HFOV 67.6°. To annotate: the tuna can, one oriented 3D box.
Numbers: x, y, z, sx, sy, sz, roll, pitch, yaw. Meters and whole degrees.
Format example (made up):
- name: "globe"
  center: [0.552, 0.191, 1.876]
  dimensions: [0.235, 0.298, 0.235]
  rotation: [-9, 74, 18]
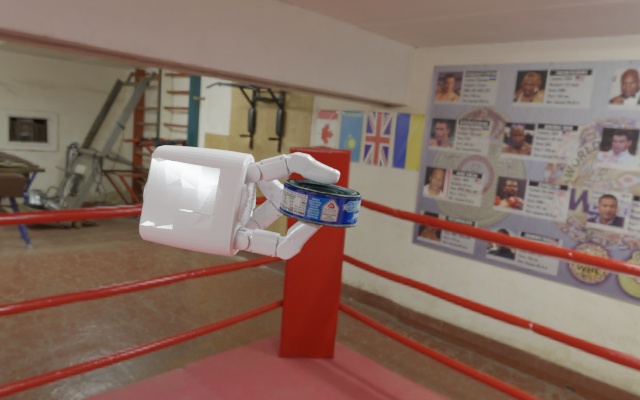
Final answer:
- name: "tuna can"
  center: [0.000, 0.001, 0.511]
  dimensions: [0.086, 0.034, 0.086]
  rotation: [10, 9, -2]
